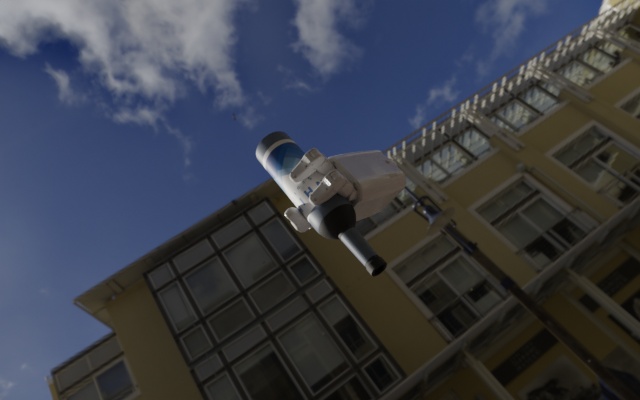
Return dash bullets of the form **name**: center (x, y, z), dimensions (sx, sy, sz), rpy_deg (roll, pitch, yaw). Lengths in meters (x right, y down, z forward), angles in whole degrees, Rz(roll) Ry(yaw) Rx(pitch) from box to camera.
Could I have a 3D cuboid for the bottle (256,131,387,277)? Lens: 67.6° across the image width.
- **bottle**: center (0.000, 0.002, 0.737), dimensions (0.069, 0.069, 0.295), rpy_deg (0, 39, -46)
